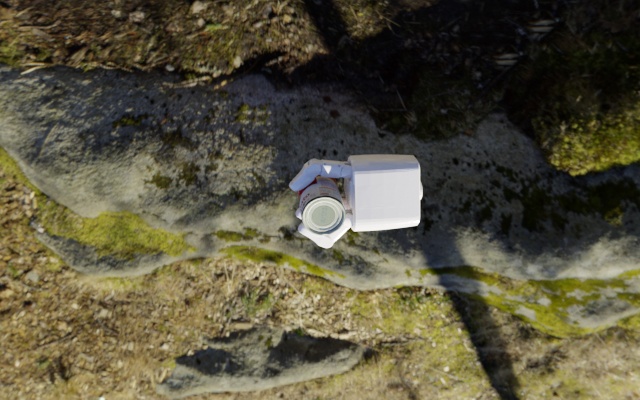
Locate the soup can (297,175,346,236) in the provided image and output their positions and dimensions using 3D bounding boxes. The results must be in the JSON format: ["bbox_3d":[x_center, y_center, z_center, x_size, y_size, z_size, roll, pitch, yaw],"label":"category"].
[{"bbox_3d":[0.000,0.002,0.747,0.068,0.068,0.102,0,26,-6],"label":"soup can"}]
